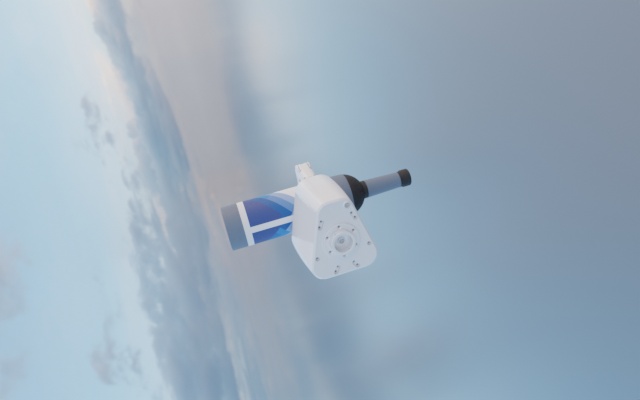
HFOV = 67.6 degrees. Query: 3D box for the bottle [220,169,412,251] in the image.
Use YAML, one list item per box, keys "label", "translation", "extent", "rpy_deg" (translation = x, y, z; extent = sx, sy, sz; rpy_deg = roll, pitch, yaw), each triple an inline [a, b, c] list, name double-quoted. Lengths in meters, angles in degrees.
- label: "bottle"
  translation: [0.000, 0.002, 0.732]
  extent: [0.295, 0.069, 0.069]
  rpy_deg: [-16, 3, -11]
